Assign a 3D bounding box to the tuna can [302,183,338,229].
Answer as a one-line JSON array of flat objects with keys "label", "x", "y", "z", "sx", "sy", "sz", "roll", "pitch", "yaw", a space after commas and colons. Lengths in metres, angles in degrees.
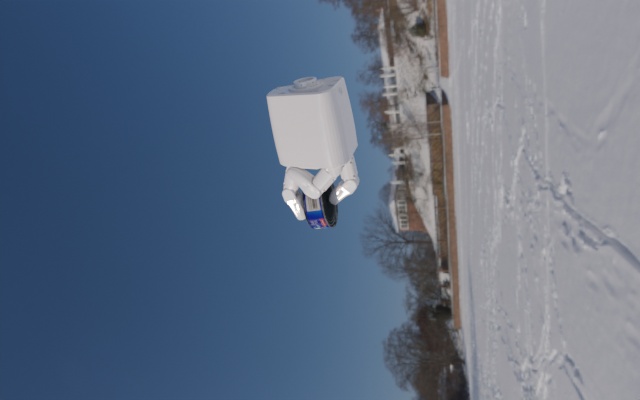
[{"label": "tuna can", "x": 0.000, "y": 0.003, "z": 0.762, "sx": 0.034, "sy": 0.086, "sz": 0.086, "roll": -7, "pitch": -2, "yaw": 17}]
